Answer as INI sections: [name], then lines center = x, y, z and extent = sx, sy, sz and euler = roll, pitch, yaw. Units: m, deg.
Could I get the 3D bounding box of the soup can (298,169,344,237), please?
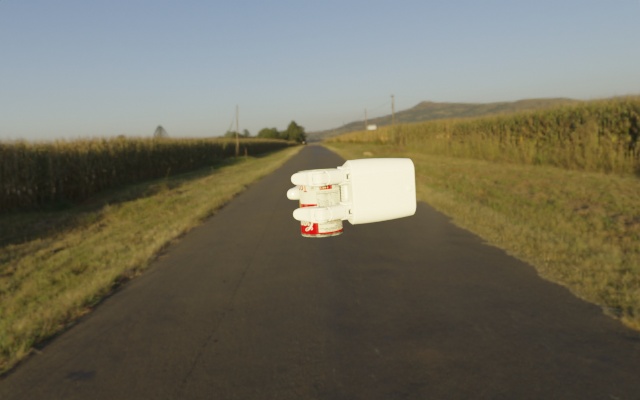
[soup can]
center = 0.000, 0.002, 0.764
extent = 0.068, 0.102, 0.068
euler = -4, 6, 0
